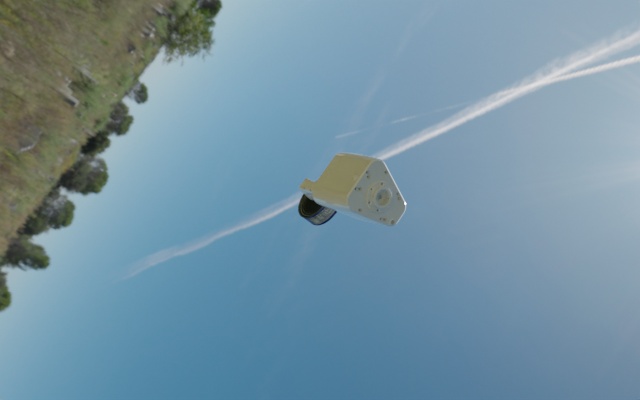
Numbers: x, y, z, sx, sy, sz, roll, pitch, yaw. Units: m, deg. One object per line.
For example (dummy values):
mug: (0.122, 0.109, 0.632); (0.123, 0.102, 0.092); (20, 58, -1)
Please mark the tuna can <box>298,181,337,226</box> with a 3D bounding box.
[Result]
tuna can: (0.000, 0.003, 0.885); (0.034, 0.086, 0.086); (38, -22, -31)
